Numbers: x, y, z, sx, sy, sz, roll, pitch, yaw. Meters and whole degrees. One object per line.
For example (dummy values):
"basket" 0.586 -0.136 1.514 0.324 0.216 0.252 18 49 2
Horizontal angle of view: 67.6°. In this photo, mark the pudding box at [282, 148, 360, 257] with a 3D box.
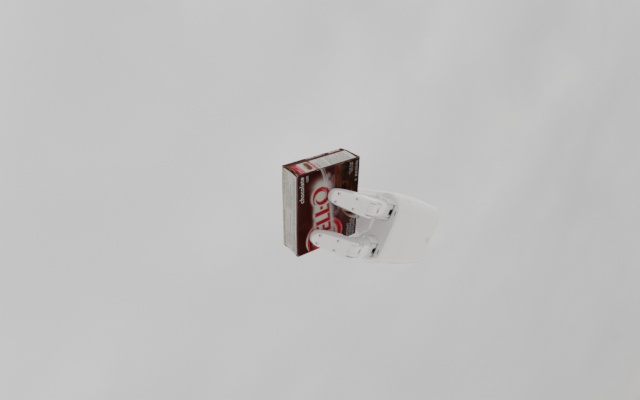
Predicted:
"pudding box" 0.000 0.002 0.574 0.090 0.114 0.039 -20 34 -32
